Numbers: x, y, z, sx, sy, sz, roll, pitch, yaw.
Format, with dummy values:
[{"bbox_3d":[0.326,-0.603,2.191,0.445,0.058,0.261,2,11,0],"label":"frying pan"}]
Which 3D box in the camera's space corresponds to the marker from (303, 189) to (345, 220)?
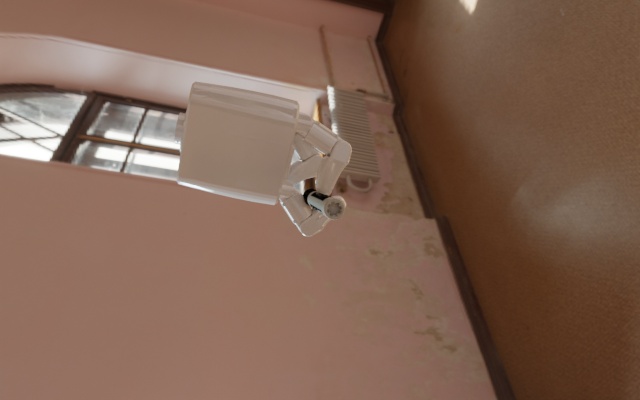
[{"bbox_3d":[0.000,0.002,0.472,0.020,0.020,0.121,0,6,-12],"label":"marker"}]
